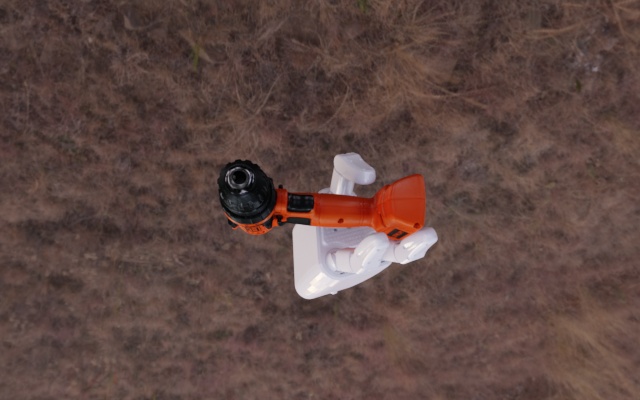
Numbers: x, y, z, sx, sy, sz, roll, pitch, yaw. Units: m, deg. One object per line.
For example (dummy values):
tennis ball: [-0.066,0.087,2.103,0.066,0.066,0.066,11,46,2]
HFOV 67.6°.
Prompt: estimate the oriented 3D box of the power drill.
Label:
power drill: [0.001,0.002,0.460,0.187,0.057,0.184,3,-9,-3]
